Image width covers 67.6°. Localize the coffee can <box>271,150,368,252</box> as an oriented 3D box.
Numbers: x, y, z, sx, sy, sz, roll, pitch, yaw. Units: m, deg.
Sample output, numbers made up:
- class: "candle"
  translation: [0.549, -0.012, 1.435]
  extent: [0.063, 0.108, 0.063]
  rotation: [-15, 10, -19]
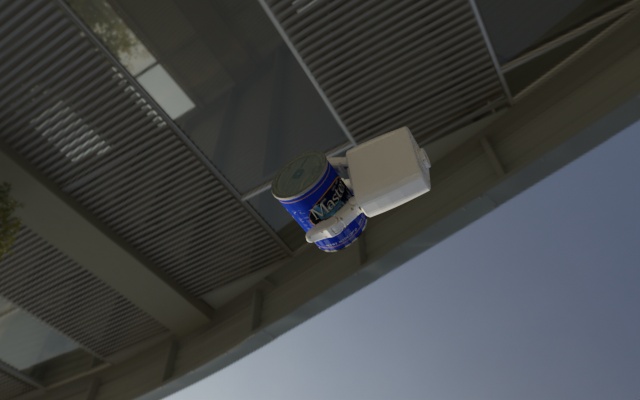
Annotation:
- class: "coffee can"
  translation: [0.000, 0.003, 0.785]
  extent: [0.103, 0.102, 0.140]
  rotation: [0, -41, 42]
